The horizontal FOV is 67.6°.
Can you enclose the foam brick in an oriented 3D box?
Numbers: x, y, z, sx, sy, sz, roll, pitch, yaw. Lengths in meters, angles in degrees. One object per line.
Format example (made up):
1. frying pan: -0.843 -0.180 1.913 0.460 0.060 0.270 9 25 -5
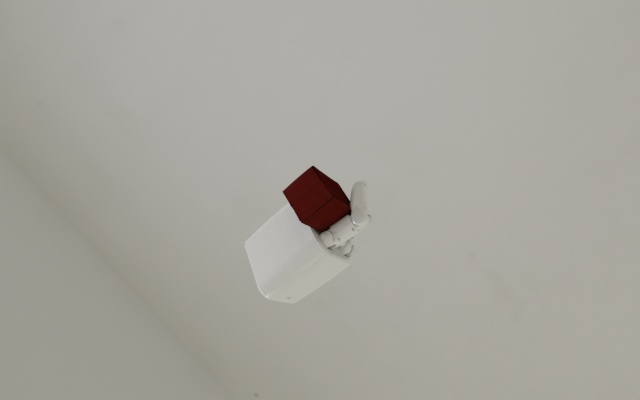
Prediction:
1. foam brick: 0.000 0.002 0.594 0.051 0.053 0.078 -38 -28 12
